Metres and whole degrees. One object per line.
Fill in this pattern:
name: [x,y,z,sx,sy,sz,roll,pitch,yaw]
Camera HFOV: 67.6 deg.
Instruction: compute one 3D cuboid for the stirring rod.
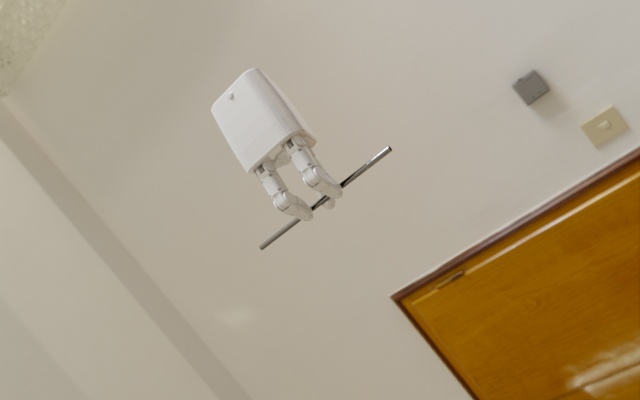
stirring rod: [0.000,0.002,0.640,0.239,0.011,0.011,-38,-19,25]
